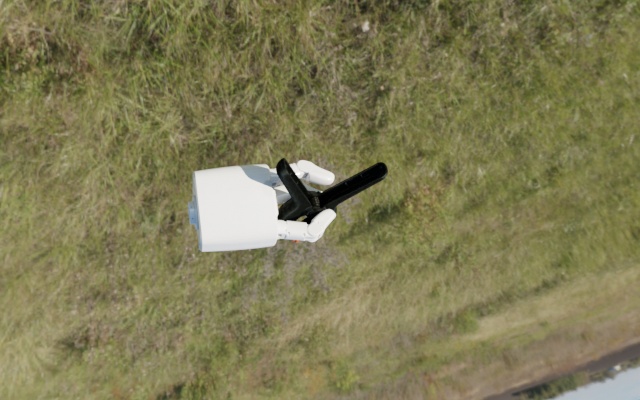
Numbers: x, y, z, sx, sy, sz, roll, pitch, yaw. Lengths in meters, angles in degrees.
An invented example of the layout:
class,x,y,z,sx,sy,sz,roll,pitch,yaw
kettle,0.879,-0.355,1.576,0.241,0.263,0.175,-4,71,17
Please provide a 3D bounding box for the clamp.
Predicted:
class,x,y,z,sx,sy,sz,roll,pitch,yaw
clamp,0.000,0.003,0.723,0.164,0.036,0.210,-3,-31,-17
